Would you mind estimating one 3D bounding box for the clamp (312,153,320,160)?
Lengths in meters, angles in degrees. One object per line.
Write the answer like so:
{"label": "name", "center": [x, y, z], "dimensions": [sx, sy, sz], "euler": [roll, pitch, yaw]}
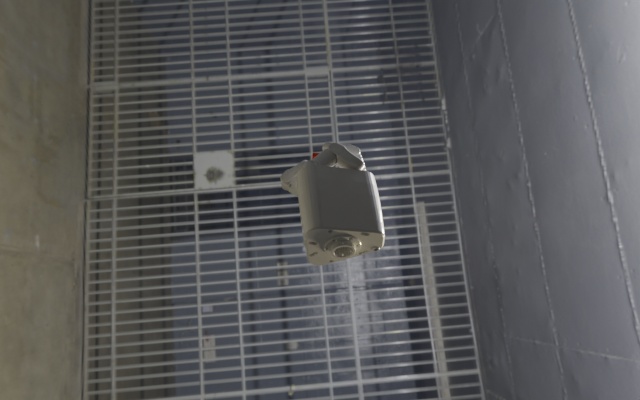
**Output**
{"label": "clamp", "center": [0.001, 0.002, 0.769], "dimensions": [0.039, 0.120, 0.172], "euler": [-6, -39, -3]}
